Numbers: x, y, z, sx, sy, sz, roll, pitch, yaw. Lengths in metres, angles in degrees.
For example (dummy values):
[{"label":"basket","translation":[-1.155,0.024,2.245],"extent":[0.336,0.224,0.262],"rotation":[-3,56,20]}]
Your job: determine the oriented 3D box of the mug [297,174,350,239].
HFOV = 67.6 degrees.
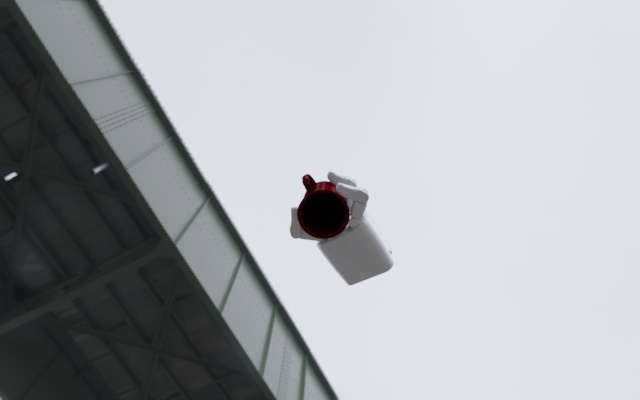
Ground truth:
[{"label":"mug","translation":[-0.001,0.002,0.874],"extent":[0.093,0.117,0.081],"rotation":[-31,15,12]}]
